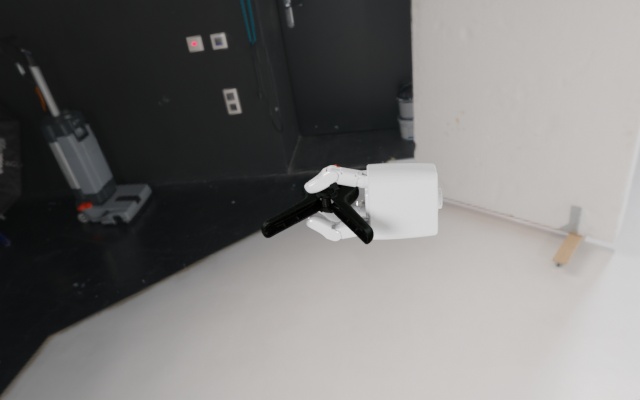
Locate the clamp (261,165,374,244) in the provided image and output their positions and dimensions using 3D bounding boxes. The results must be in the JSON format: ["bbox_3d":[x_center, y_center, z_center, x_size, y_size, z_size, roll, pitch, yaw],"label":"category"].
[{"bbox_3d":[0.000,0.002,0.761,0.164,0.036,0.209,0,31,5],"label":"clamp"}]
